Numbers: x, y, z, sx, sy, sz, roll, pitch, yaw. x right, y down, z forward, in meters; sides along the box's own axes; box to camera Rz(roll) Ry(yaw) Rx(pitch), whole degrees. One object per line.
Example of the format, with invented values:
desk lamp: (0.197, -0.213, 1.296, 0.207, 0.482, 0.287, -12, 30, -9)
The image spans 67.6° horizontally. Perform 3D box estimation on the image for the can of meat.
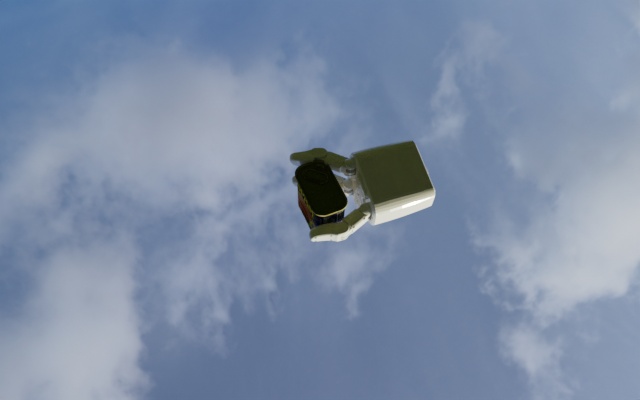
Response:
can of meat: (0.000, 0.003, 0.753, 0.057, 0.102, 0.084, -19, -32, -13)
